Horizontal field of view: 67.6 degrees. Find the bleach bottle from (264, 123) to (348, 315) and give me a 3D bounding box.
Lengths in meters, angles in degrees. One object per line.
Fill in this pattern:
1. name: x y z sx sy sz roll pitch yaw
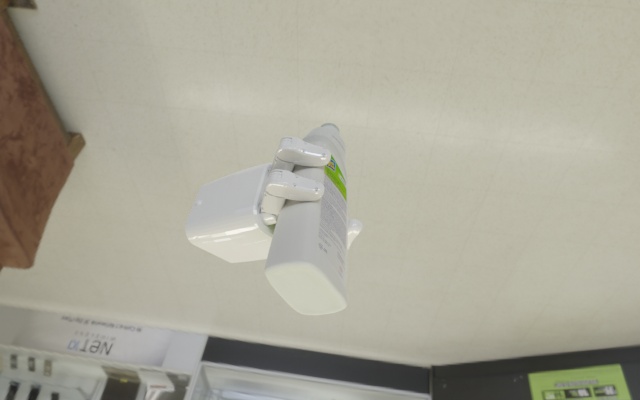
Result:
1. bleach bottle: 0.000 0.002 0.573 0.068 0.250 0.103 -13 -47 24
